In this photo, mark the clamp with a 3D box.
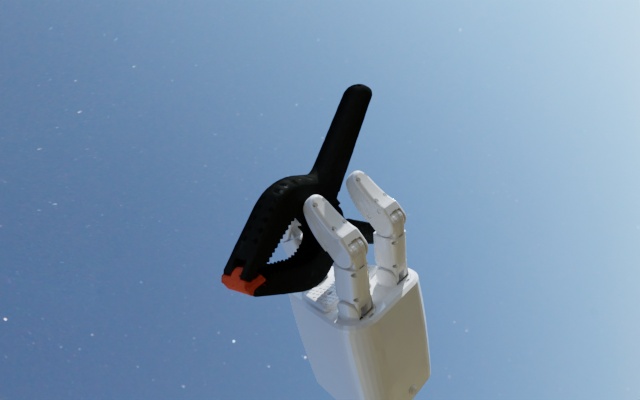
[{"bbox_3d":[-0.001,0.002,0.401,0.036,0.165,0.210,5,25,41],"label":"clamp"}]
